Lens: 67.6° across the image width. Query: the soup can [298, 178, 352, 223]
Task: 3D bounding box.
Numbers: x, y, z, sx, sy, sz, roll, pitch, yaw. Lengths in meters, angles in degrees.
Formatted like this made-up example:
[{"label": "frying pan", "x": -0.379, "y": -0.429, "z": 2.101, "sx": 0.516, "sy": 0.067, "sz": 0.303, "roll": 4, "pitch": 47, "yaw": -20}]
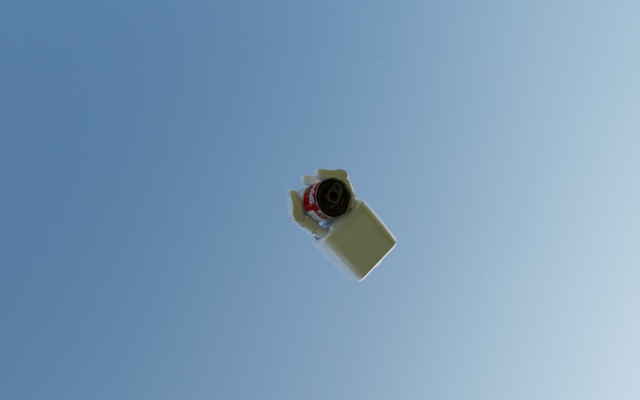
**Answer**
[{"label": "soup can", "x": 0.000, "y": 0.002, "z": 0.831, "sx": 0.068, "sy": 0.068, "sz": 0.102, "roll": 0, "pitch": -8, "yaw": -27}]
